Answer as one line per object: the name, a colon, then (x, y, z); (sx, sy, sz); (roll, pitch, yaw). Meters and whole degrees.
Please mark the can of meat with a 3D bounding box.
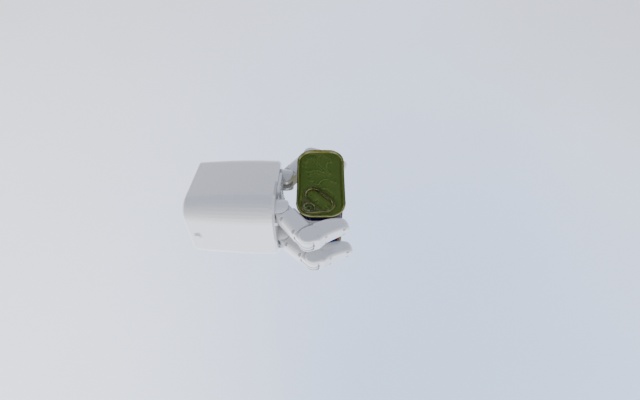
can of meat: (0.000, 0.002, 0.600); (0.057, 0.102, 0.084); (0, -37, -1)
